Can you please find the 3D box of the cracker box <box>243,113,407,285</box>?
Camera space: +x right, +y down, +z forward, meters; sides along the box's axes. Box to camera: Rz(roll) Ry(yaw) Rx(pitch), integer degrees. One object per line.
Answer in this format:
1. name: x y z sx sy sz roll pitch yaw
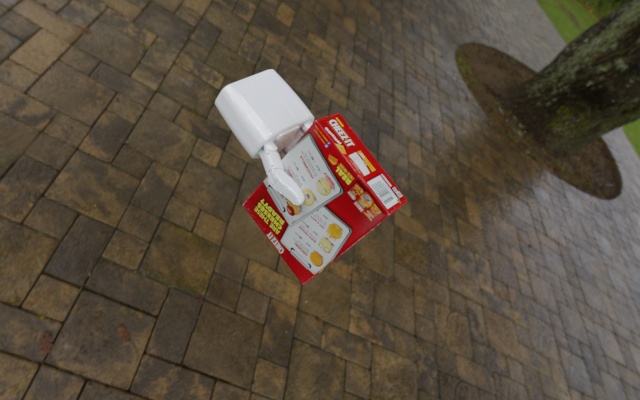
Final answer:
1. cracker box: 0.000 0.002 0.716 0.072 0.164 0.214 -28 -12 -50
